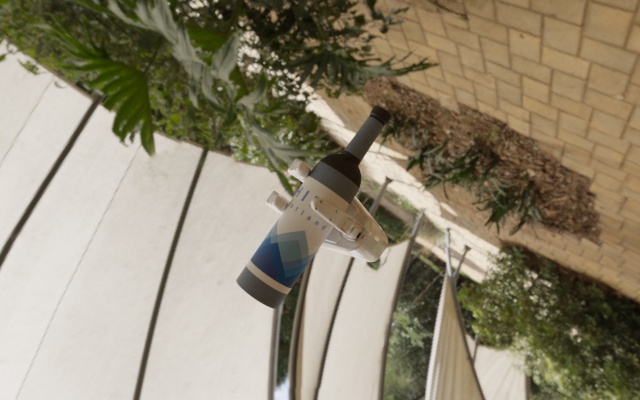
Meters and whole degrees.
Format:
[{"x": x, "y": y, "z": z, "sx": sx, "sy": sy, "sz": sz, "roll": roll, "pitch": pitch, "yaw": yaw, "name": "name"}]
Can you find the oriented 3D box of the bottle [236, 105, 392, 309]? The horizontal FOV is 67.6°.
[{"x": 0.000, "y": 0.002, "z": 0.630, "sx": 0.069, "sy": 0.295, "sz": 0.069, "roll": 35, "pitch": -2, "yaw": 1, "name": "bottle"}]
